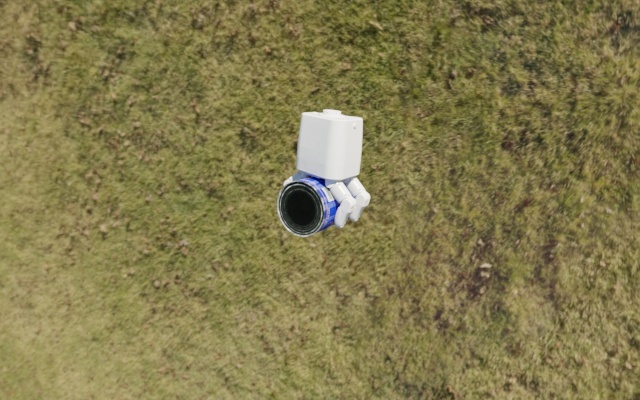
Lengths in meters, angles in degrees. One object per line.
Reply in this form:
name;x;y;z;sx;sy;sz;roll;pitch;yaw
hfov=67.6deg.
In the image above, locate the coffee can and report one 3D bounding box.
coffee can;0.000;0.003;0.899;0.103;0.103;0.140;0;11;32
